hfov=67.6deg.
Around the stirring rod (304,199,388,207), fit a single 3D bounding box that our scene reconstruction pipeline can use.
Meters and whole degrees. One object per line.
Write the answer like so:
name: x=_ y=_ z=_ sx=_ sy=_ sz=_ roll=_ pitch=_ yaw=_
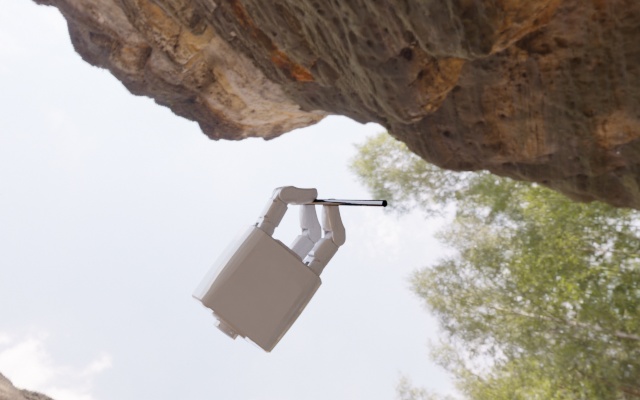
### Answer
stirring rod: x=0.000 y=0.002 z=0.596 sx=0.011 sy=0.011 sz=0.239 roll=0 pitch=1 yaw=-34
